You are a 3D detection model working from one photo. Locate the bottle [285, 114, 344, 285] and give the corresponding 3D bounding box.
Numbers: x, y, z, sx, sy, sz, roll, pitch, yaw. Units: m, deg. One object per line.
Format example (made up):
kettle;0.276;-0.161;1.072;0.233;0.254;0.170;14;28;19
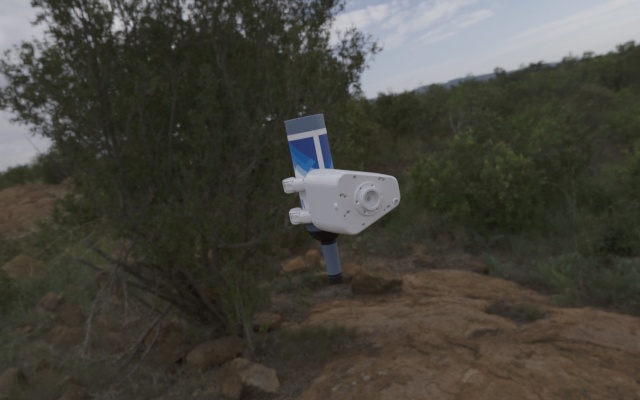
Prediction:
bottle;0.000;0.002;0.828;0.069;0.296;0.069;-11;9;2
